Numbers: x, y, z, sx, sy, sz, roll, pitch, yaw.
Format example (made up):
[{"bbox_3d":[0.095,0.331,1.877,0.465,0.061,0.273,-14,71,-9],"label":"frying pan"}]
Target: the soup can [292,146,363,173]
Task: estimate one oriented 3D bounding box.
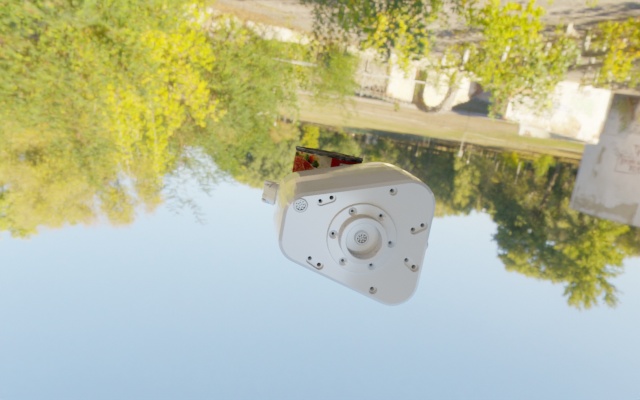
[{"bbox_3d":[0.000,0.002,0.479,0.068,0.102,0.068,10,8,-1],"label":"soup can"}]
